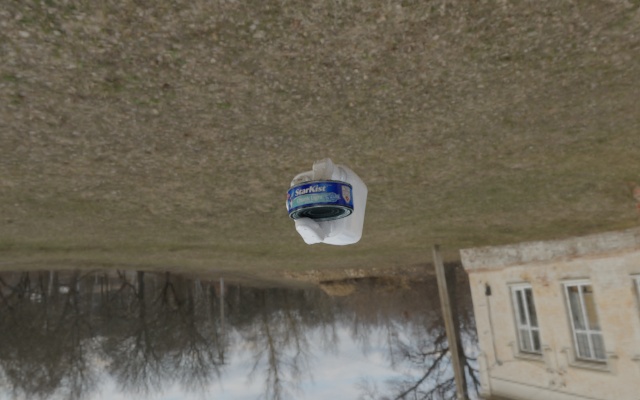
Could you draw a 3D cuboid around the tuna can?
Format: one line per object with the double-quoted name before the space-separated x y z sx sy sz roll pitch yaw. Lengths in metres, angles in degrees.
"tuna can" 0.000 0.003 0.615 0.086 0.033 0.086 -4 -15 -1
